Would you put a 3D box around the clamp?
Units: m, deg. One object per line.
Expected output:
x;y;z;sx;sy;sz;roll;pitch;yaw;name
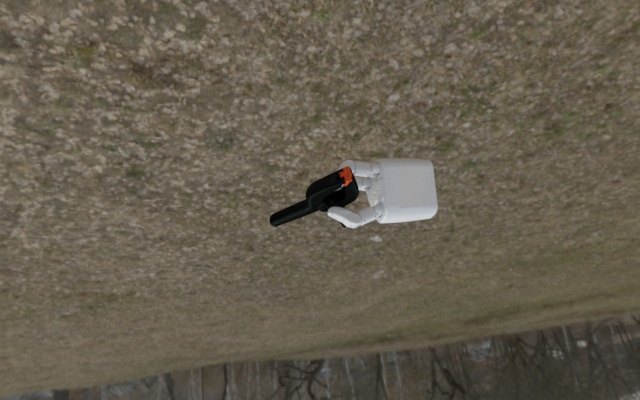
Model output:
0.001;0.003;0.856;0.164;0.036;0.210;-2;-25;-16;clamp
